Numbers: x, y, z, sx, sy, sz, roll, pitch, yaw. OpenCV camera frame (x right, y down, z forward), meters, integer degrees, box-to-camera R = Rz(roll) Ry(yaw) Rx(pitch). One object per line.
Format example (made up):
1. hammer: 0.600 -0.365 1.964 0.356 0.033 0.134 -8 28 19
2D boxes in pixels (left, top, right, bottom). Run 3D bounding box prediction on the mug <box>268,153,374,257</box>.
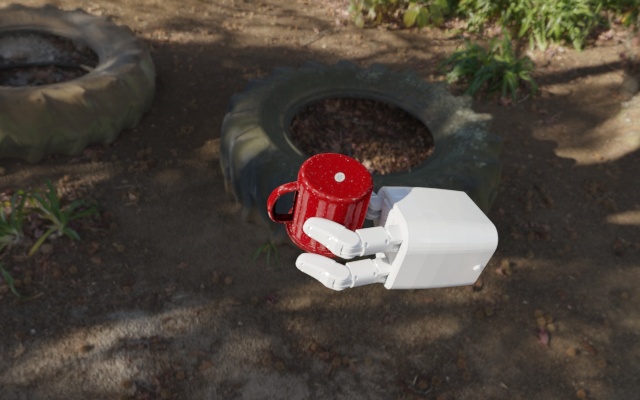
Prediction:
1. mug: -0.001 0.002 0.529 0.117 0.082 0.093 1 43 -12
